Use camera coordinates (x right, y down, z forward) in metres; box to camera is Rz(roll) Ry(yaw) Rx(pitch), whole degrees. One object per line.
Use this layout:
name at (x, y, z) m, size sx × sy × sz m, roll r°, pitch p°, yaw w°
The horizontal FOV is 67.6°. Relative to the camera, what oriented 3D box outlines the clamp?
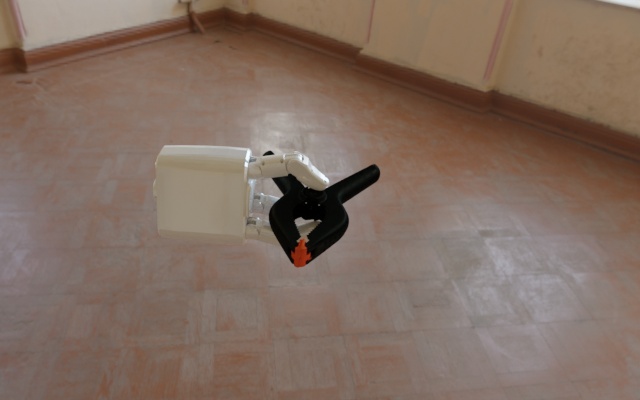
clamp at (0.000, 0.002, 0.592) m, size 0.164 × 0.036 × 0.209 m, roll 3°, pitch 36°, yaw -2°
